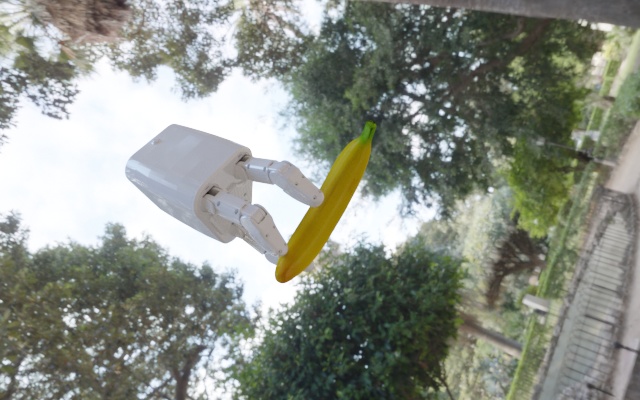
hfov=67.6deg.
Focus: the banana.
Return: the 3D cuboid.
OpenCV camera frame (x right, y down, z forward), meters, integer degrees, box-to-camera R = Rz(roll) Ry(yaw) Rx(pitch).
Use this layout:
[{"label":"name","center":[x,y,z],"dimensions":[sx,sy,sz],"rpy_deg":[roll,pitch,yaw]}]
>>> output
[{"label":"banana","center":[0.005,0.005,0.526],"dimensions":[0.037,0.197,0.070],"rpy_deg":[25,-12,19]}]
